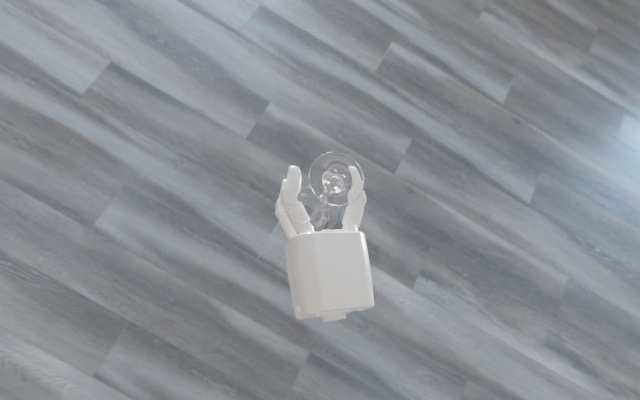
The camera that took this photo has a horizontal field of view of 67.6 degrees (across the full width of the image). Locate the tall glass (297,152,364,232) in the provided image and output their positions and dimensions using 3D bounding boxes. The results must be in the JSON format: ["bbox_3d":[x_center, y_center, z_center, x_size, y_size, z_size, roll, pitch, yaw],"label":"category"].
[{"bbox_3d":[0.000,0.002,0.706,0.079,0.079,0.201,0,-18,-13],"label":"tall glass"}]
